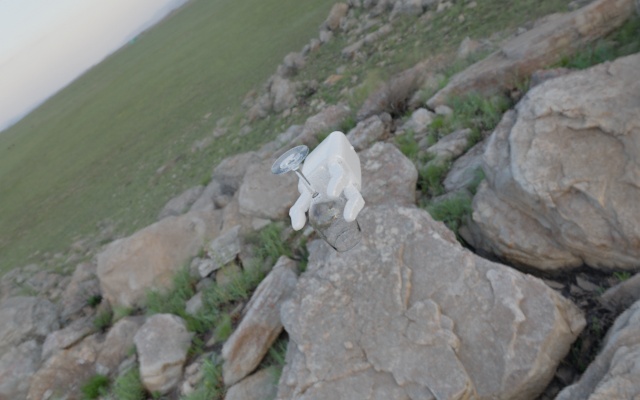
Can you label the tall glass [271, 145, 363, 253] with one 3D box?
[{"bbox_3d":[0.000,0.002,0.842,0.079,0.201,0.079,-27,28,16],"label":"tall glass"}]
